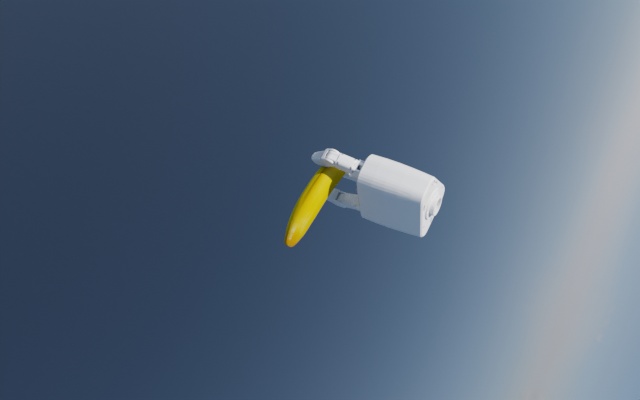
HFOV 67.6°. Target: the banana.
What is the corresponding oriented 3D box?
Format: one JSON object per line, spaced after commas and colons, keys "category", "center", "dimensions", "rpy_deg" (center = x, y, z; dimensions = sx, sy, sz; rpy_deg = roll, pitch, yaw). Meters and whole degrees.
{"category": "banana", "center": [0.000, -0.012, 0.769], "dimensions": [0.037, 0.197, 0.070], "rpy_deg": [22, -35, 22]}
